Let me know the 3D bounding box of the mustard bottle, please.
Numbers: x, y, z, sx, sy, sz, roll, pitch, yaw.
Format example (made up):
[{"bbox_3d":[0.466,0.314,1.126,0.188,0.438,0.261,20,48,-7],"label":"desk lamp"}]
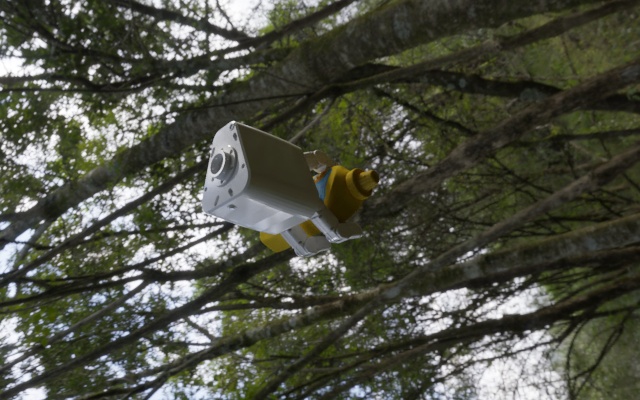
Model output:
[{"bbox_3d":[0.000,0.002,0.658,0.192,0.096,0.058,-26,-56,37],"label":"mustard bottle"}]
